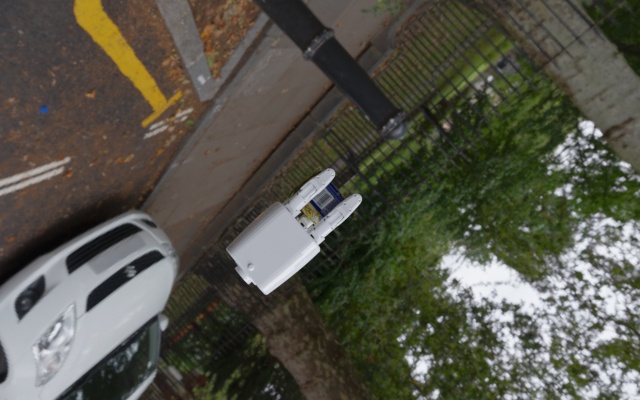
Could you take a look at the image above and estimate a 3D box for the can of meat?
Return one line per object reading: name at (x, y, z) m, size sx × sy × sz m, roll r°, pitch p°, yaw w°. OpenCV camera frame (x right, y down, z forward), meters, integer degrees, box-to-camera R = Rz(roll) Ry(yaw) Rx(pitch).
can of meat at (0.000, 0.003, 0.763) m, size 0.057 × 0.084 × 0.102 m, roll -41°, pitch -2°, yaw -13°
